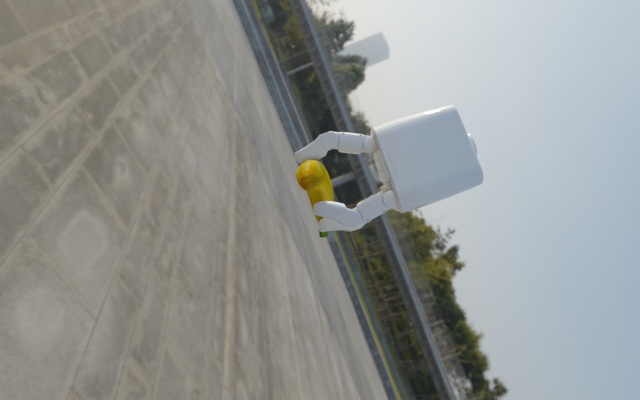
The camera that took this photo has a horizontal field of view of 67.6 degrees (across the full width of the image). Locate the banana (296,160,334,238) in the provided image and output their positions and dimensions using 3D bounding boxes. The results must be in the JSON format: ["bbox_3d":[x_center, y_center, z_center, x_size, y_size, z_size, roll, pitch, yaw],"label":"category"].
[{"bbox_3d":[-0.003,-0.013,0.626,0.037,0.069,0.198,-14,-23,3],"label":"banana"}]
